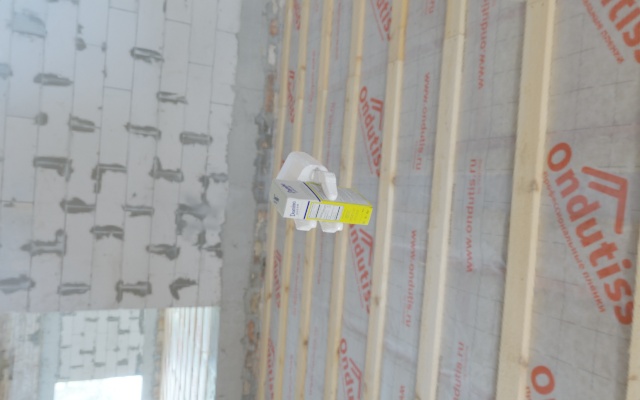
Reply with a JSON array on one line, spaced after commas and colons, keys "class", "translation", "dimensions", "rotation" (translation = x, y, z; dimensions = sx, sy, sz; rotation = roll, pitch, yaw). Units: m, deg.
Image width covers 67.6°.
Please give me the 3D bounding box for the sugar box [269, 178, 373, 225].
[{"class": "sugar box", "translation": [0.000, 0.003, 0.894], "dimensions": [0.176, 0.048, 0.093], "rotation": [4, 22, -24]}]
